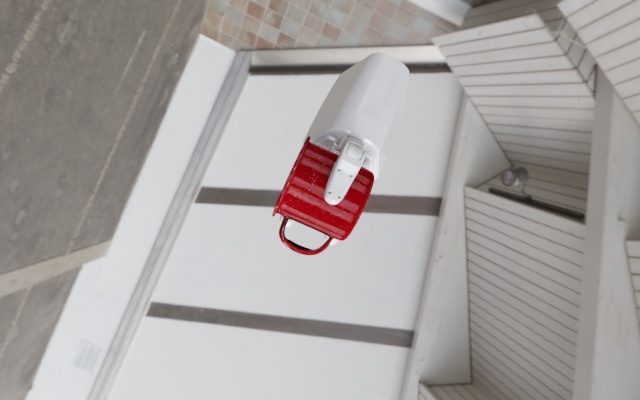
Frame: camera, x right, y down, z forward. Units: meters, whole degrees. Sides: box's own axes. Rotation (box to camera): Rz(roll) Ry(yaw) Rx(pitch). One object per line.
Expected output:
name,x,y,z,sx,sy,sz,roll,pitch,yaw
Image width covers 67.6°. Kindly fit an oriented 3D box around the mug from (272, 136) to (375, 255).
mug,0.000,0.003,0.501,0.081,0.117,0.093,25,-13,-3
